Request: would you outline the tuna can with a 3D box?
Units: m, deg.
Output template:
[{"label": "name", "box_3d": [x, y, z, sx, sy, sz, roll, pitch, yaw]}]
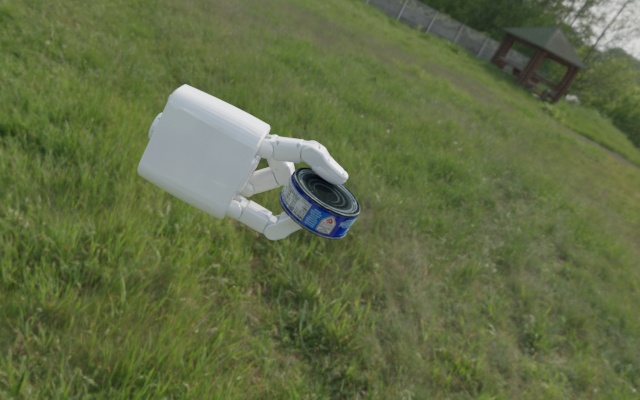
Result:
[{"label": "tuna can", "box_3d": [0.000, 0.001, 0.518, 0.086, 0.034, 0.086, 27, 24, -14]}]
